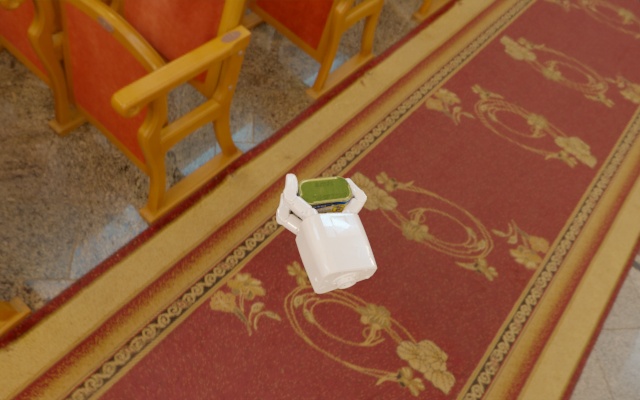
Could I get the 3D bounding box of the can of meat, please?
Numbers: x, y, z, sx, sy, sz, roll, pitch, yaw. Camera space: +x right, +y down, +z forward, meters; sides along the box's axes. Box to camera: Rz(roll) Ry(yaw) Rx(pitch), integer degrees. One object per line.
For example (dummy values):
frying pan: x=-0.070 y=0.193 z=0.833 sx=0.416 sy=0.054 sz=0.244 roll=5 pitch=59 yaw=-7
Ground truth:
can of meat: x=0.000 y=0.003 z=0.867 sx=0.102 sy=0.057 sz=0.084 roll=-7 pitch=-30 yaw=-18
